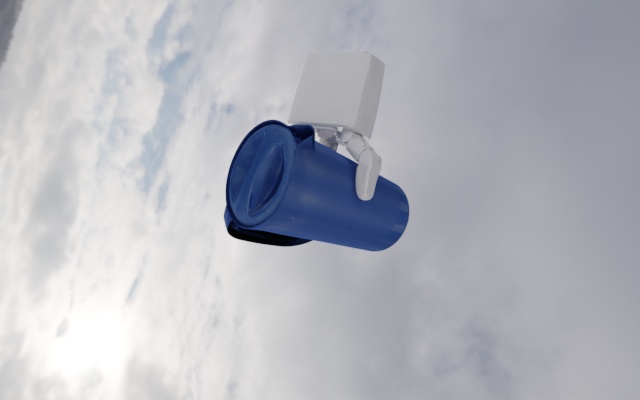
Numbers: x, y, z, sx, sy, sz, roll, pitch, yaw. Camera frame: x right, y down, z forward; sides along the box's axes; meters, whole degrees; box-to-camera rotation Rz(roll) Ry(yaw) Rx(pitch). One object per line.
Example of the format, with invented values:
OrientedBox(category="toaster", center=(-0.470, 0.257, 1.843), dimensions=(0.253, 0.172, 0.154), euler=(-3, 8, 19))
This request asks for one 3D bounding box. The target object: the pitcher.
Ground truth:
OrientedBox(category="pitcher", center=(0.000, 0.002, 0.639), dimensions=(0.243, 0.145, 0.149), euler=(19, -10, -41))
